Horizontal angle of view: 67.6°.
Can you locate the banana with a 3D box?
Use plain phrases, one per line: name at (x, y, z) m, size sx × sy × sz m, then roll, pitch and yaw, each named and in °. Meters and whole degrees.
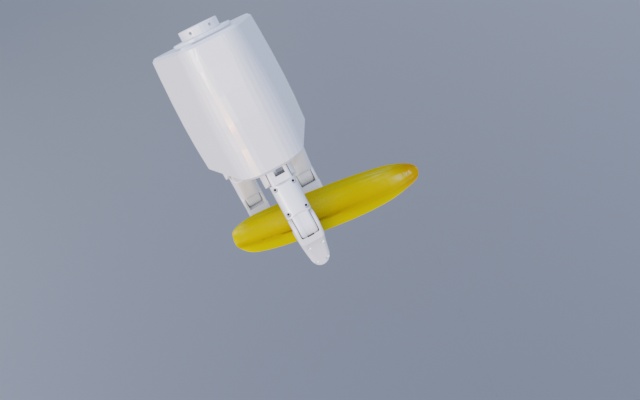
banana at (-0.006, 0.008, 0.437) m, size 0.198 × 0.037 × 0.069 m, roll -20°, pitch 12°, yaw 16°
